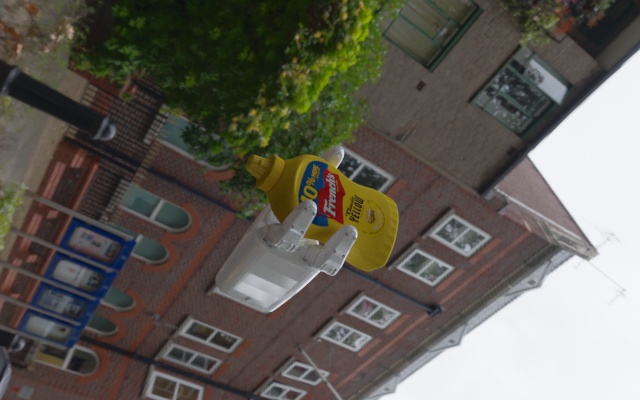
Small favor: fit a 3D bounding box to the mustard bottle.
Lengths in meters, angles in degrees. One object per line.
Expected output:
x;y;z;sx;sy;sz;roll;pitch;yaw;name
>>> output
0.000;0.002;0.550;0.192;0.096;0.058;29;-31;-21;mustard bottle
